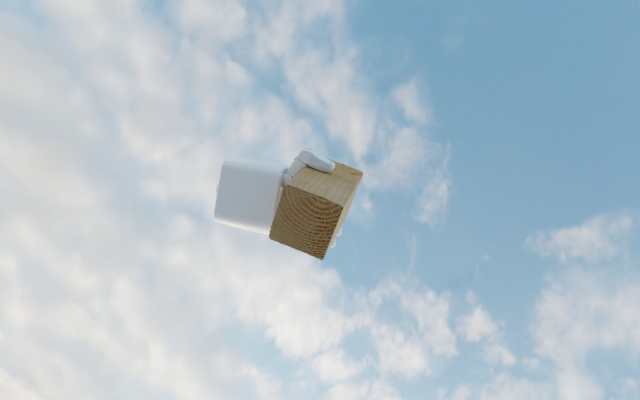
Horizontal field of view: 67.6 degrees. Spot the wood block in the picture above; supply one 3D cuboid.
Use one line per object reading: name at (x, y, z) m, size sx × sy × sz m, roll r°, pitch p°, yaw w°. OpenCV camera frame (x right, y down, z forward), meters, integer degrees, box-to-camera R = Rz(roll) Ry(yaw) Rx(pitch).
wood block at (0.000, 0.002, 0.765) m, size 0.090 × 0.091 × 0.206 m, roll 21°, pitch 20°, yaw 6°
